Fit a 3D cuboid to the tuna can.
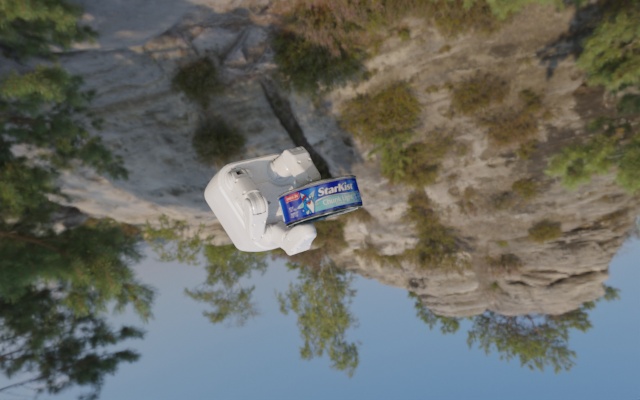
[{"bbox_3d":[0.000,0.002,0.500,0.086,0.033,0.086,-15,-5,-1],"label":"tuna can"}]
